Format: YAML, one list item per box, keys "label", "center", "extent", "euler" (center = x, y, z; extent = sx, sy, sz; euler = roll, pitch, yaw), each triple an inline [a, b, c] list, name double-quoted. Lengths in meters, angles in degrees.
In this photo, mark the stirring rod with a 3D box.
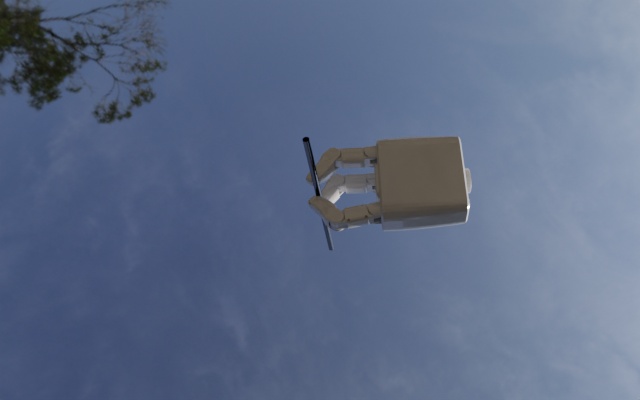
- label: "stirring rod"
  center: [0.000, 0.002, 0.633]
  extent: [0.011, 0.011, 0.240]
  euler: [0, -36, 10]
